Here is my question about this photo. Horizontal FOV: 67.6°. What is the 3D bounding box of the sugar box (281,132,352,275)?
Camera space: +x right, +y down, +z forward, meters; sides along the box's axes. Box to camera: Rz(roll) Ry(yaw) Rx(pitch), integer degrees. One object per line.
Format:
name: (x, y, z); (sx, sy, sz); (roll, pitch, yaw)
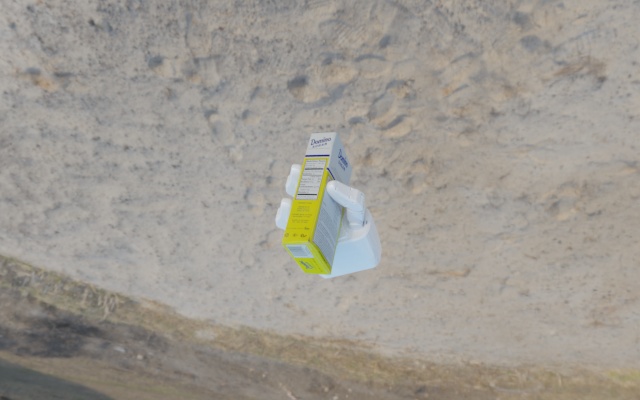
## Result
sugar box: (0.000, 0.002, 0.656); (0.048, 0.176, 0.093); (-1, -33, 20)
